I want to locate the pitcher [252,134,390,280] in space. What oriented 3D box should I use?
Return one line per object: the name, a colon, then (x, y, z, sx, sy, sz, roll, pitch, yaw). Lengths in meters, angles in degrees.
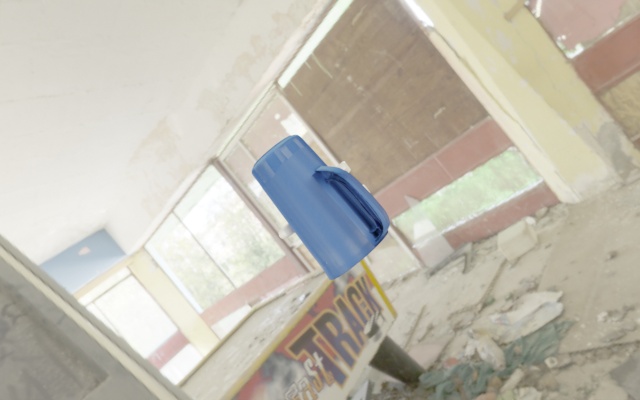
pitcher: (0.000, 0.003, 0.824, 0.149, 0.243, 0.145, -40, 1, 3)
